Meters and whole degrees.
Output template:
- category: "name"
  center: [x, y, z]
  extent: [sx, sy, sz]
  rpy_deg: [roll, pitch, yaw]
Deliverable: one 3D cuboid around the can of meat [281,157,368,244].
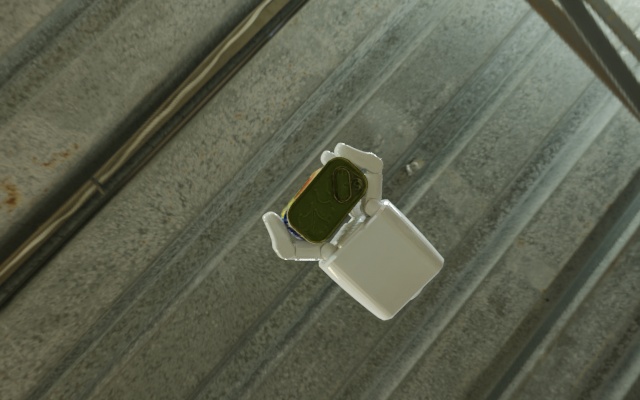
- category: "can of meat"
  center: [0.000, 0.002, 0.576]
  extent: [0.057, 0.102, 0.084]
  rpy_deg: [41, -11, -7]
